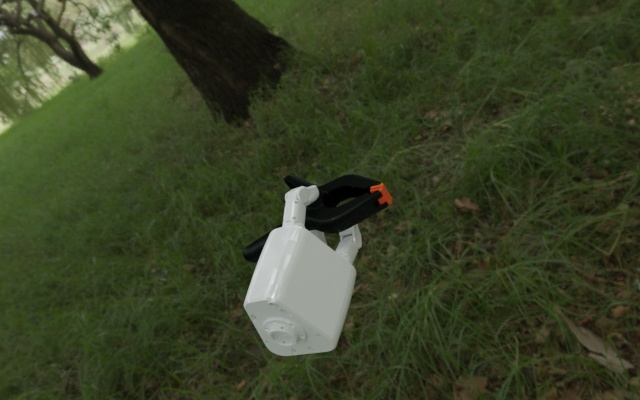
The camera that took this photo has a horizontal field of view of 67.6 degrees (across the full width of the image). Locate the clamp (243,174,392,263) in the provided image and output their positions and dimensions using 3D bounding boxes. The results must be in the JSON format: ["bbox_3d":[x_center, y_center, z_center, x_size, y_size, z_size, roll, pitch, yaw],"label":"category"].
[{"bbox_3d":[0.000,0.002,0.652,0.210,0.164,0.036,-16,-53,30],"label":"clamp"}]
